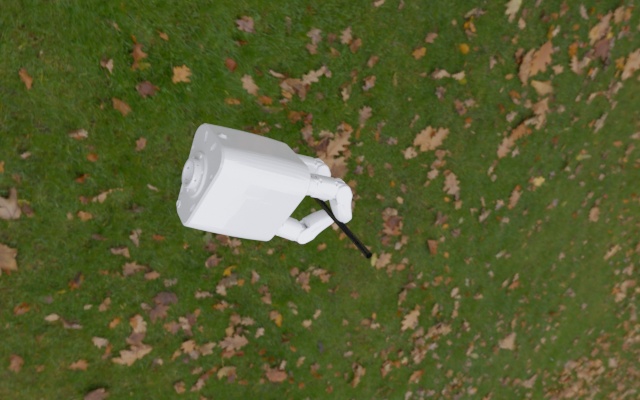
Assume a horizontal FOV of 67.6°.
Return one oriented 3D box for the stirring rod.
[{"bbox_3d":[0.000,0.002,0.624,0.011,0.011,0.239,0,30,-32],"label":"stirring rod"}]
